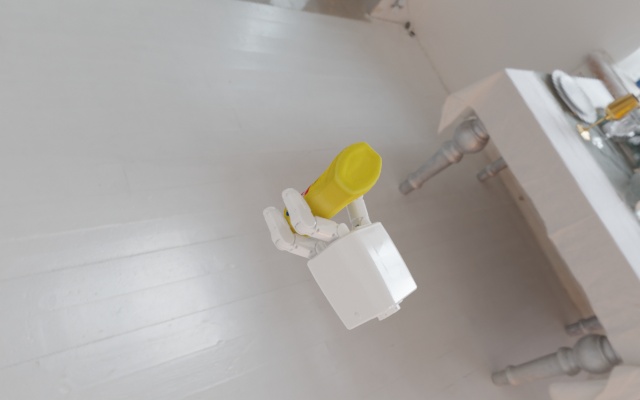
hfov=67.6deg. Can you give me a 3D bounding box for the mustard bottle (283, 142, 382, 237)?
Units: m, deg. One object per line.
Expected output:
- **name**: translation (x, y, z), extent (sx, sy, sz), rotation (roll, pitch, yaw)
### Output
- **mustard bottle**: translation (0.000, 0.002, 0.649), extent (0.192, 0.058, 0.096), rotation (-42, 7, 46)
